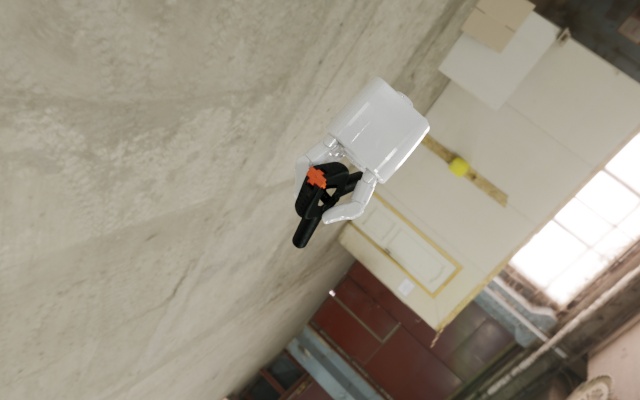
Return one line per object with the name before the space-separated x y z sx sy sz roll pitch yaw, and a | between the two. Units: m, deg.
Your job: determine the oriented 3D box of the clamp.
clamp | 0.001 0.003 0.696 0.036 0.164 0.210 42 1 14
